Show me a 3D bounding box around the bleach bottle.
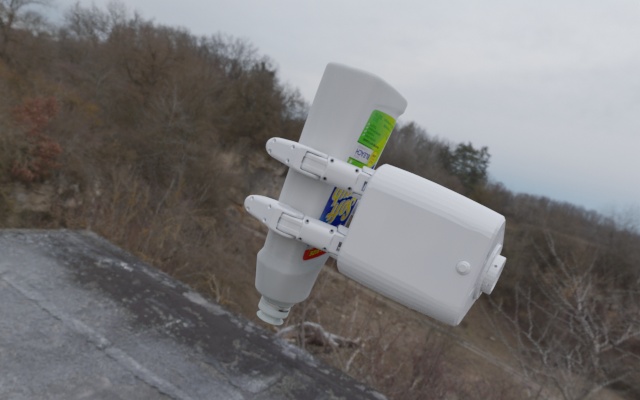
[{"bbox_3d":[0.000,0.001,0.467,0.068,0.251,0.102,25,7,25],"label":"bleach bottle"}]
